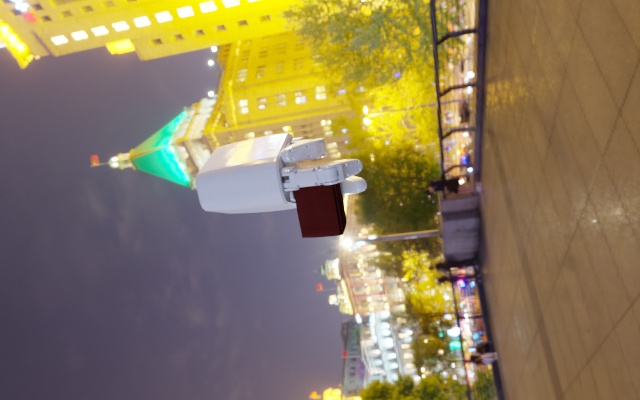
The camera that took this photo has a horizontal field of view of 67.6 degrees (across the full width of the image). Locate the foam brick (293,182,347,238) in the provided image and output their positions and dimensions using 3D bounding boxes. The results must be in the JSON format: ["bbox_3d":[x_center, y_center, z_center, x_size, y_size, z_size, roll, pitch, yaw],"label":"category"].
[{"bbox_3d":[0.000,0.002,0.594,0.051,0.078,0.053,-8,12,11],"label":"foam brick"}]
